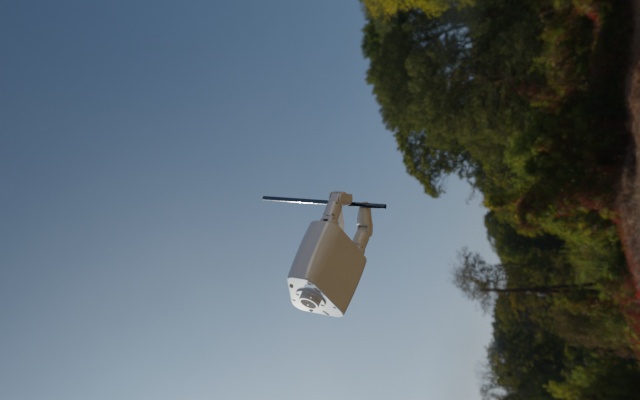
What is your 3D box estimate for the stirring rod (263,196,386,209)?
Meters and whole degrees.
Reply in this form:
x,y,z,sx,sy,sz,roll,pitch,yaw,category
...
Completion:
x,y,z,sx,sy,sz,roll,pitch,yaw,category
0.000,0.003,0.835,0.239,0.011,0.011,4,2,28,stirring rod
